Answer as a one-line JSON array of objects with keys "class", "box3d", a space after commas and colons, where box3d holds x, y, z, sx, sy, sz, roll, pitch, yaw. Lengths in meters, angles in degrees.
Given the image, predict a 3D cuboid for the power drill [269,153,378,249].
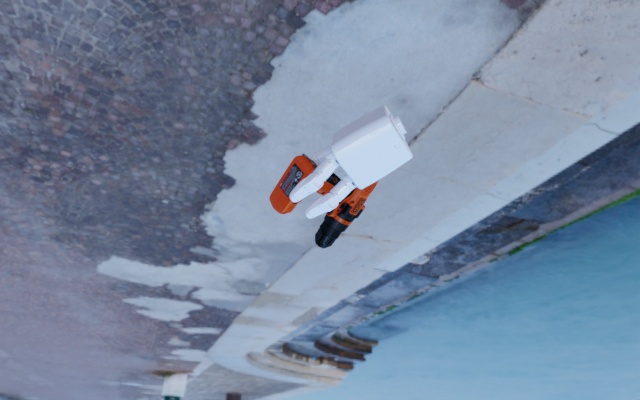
[{"class": "power drill", "box3d": [0.000, 0.003, 0.875, 0.188, 0.184, 0.057, 16, 23, -46]}]
